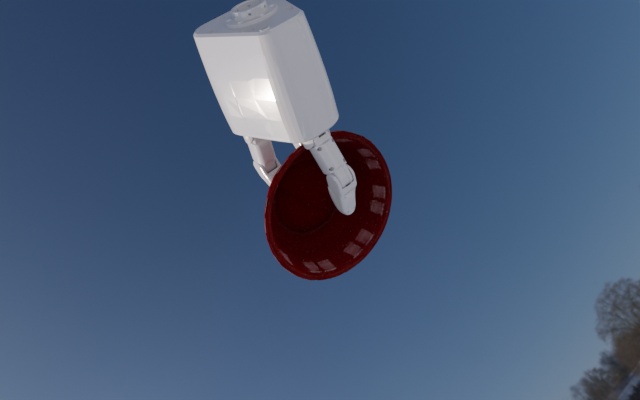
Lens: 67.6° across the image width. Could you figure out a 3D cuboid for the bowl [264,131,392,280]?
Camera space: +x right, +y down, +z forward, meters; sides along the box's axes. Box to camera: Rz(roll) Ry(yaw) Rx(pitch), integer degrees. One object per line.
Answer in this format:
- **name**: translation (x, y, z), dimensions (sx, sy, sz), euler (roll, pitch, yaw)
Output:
- **bowl**: translation (0.000, 0.003, 0.521), dimensions (0.162, 0.162, 0.055), euler (0, 14, -34)
